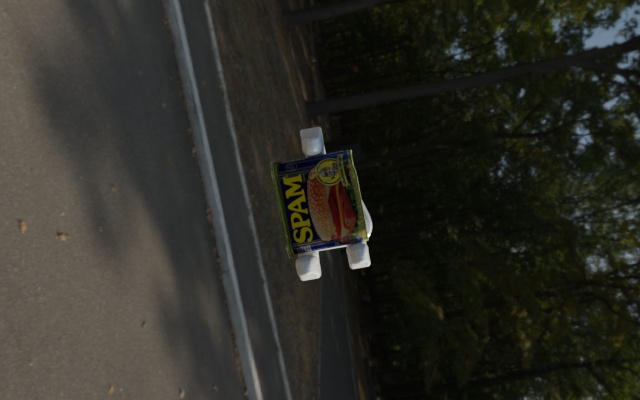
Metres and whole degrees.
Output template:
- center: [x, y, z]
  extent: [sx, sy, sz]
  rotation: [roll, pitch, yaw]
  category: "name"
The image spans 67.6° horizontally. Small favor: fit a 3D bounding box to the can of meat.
- center: [0.000, 0.001, 0.498]
  extent: [0.084, 0.102, 0.057]
  rotation: [-11, 4, 3]
  category: "can of meat"
